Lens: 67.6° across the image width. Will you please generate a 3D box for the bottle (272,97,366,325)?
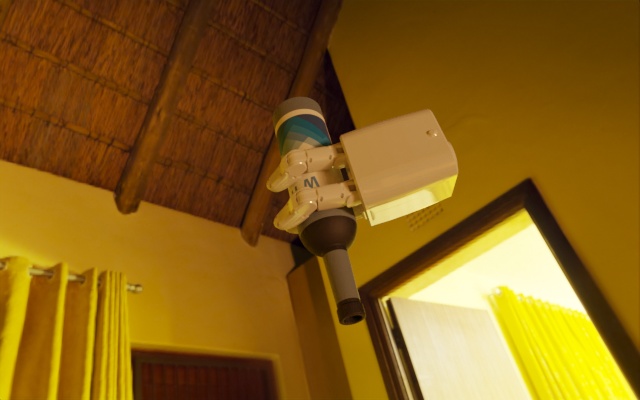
[{"bbox_3d":[0.000,0.002,0.555,0.069,0.295,0.069,-10,-36,-7],"label":"bottle"}]
